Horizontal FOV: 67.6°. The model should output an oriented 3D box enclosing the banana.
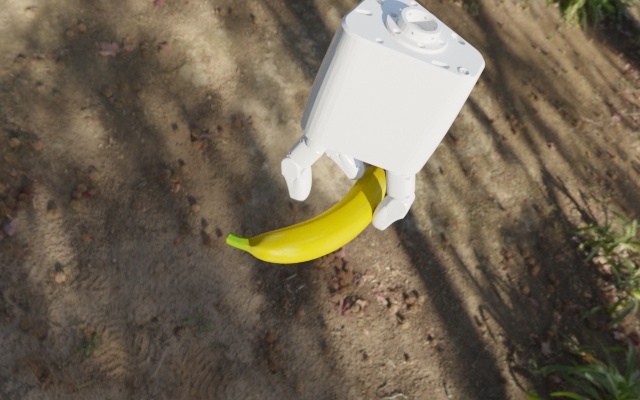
[{"bbox_3d":[0.008,0.016,0.480,0.197,0.069,0.037,-24,-28,-31],"label":"banana"}]
